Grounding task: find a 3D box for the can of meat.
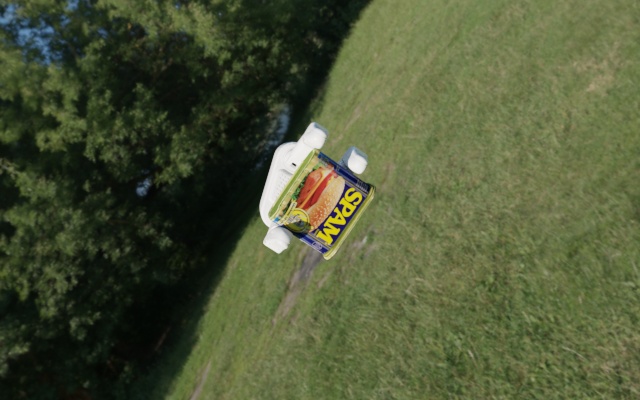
[{"bbox_3d":[0.000,0.002,0.552,0.084,0.102,0.057,34,4,-12],"label":"can of meat"}]
